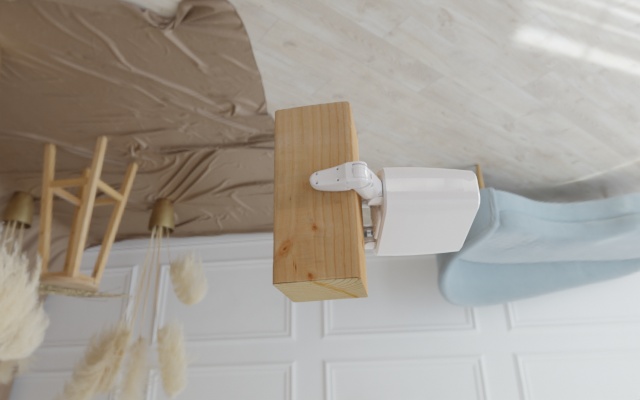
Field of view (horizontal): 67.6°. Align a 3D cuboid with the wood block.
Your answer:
[{"bbox_3d":[0.000,0.002,0.545,0.090,0.206,0.091,-6,-24,9],"label":"wood block"}]
